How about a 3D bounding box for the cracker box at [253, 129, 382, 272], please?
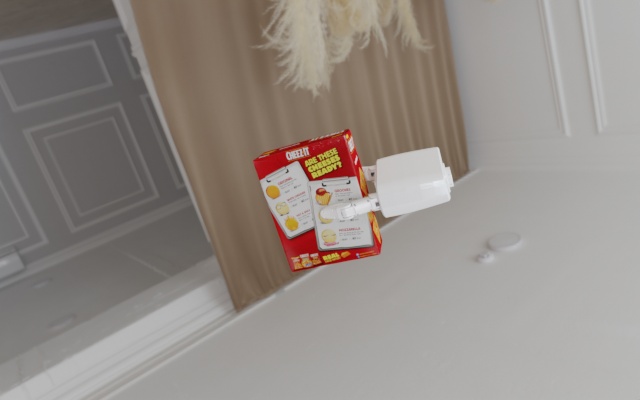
[{"bbox_3d":[0.000,0.003,0.821,0.164,0.214,0.072,-14,16,15],"label":"cracker box"}]
